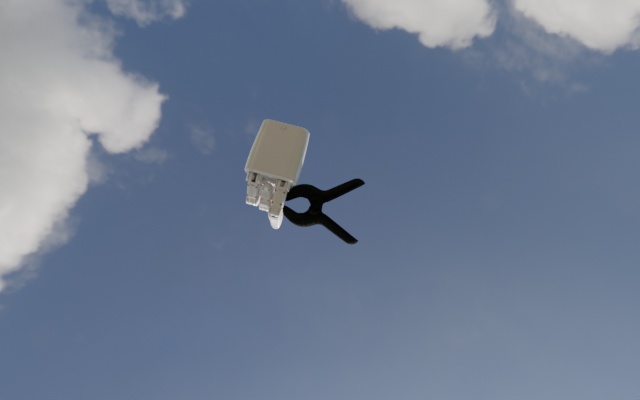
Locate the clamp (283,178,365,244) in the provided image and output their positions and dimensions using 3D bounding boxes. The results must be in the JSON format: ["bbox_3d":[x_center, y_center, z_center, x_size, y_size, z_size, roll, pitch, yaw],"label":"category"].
[{"bbox_3d":[0.000,0.003,0.880,0.171,0.120,0.039,16,-10,3],"label":"clamp"}]
